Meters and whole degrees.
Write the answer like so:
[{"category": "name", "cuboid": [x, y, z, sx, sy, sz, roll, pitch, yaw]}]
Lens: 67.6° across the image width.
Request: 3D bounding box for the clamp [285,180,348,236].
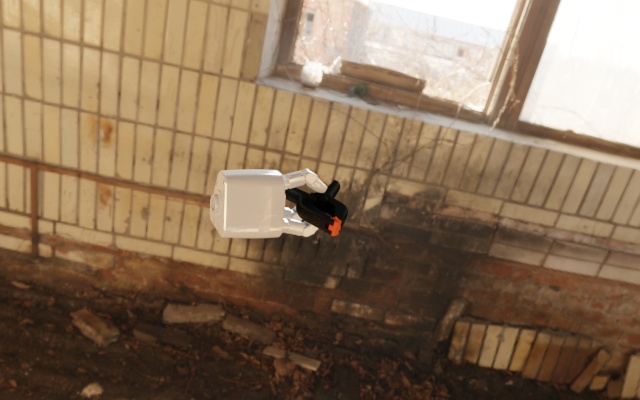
[{"category": "clamp", "cuboid": [0.000, 0.002, 0.886, 0.164, 0.036, 0.210, -2, 26, -29]}]
